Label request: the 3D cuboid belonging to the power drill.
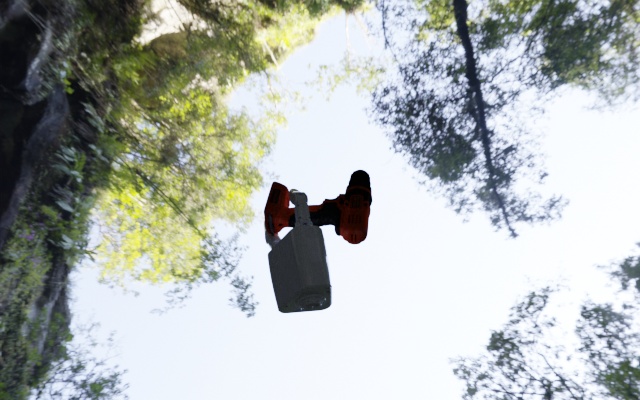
[{"bbox_3d":[0.000,0.003,0.866,0.187,0.057,0.184,0,37,9],"label":"power drill"}]
